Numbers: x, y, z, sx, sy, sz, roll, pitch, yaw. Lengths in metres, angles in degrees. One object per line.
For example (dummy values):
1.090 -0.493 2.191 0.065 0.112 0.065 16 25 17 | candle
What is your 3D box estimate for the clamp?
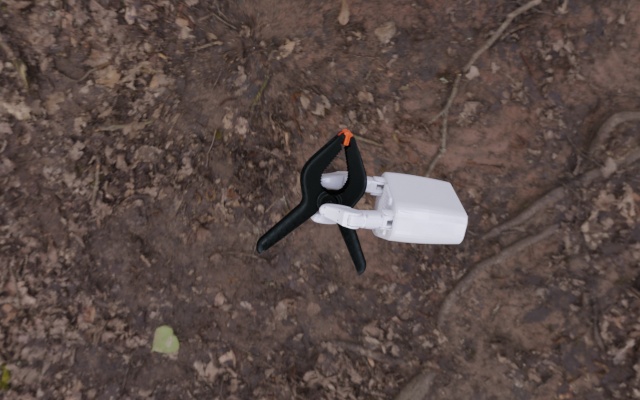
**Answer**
0.001 0.002 0.673 0.164 0.210 0.036 6 17 -9 | clamp
